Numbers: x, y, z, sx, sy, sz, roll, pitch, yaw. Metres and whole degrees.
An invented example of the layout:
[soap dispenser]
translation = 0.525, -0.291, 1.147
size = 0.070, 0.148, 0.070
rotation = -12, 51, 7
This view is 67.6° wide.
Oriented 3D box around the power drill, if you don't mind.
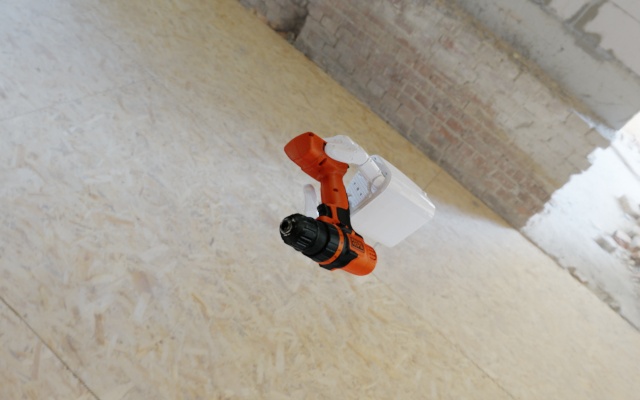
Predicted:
[power drill]
translation = 0.000, 0.002, 0.644
size = 0.057, 0.187, 0.184
rotation = -26, -33, 25
